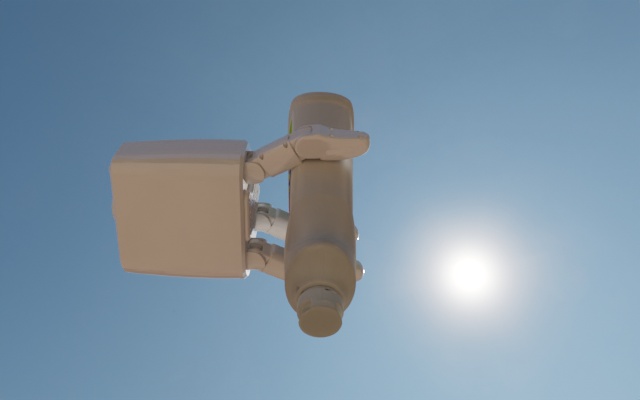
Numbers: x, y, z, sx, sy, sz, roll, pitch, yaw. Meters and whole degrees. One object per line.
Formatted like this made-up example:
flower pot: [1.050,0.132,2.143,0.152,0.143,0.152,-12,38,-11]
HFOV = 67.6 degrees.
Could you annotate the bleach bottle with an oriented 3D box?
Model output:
bleach bottle: [0.000,0.001,0.403,0.068,0.103,0.250,2,34,-1]
